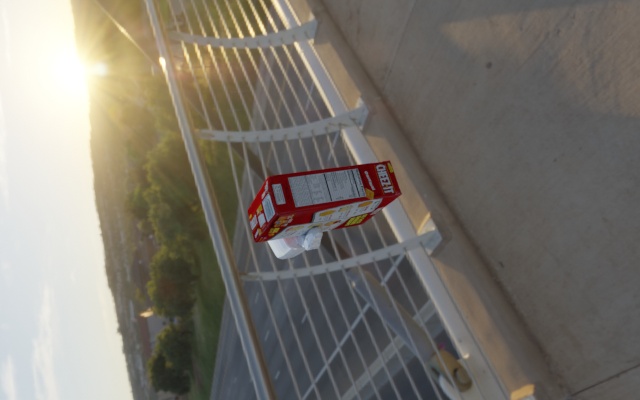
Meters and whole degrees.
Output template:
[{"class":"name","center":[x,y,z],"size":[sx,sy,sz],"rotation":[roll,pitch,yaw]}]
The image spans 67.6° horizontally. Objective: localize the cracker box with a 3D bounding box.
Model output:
[{"class":"cracker box","center":[0.000,0.003,0.798],"size":[0.213,0.072,0.164],"rotation":[-9,-16,-22]}]
